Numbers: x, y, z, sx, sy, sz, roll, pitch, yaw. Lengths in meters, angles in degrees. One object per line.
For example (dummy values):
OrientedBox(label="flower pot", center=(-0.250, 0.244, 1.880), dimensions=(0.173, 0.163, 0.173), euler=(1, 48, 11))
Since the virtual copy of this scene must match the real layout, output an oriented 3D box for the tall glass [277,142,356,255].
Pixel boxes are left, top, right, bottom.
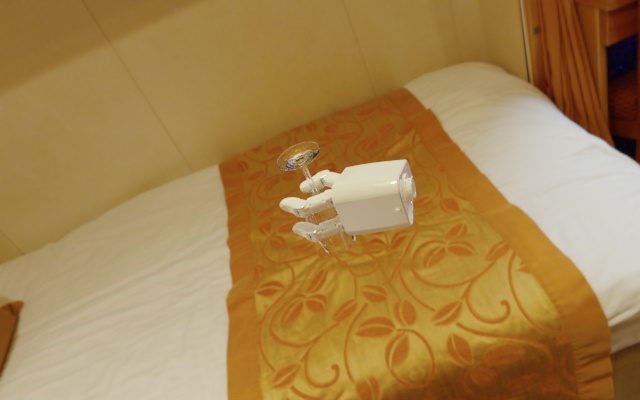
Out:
OrientedBox(label="tall glass", center=(0.000, 0.002, 0.812), dimensions=(0.079, 0.201, 0.079), euler=(-17, 35, 12))
